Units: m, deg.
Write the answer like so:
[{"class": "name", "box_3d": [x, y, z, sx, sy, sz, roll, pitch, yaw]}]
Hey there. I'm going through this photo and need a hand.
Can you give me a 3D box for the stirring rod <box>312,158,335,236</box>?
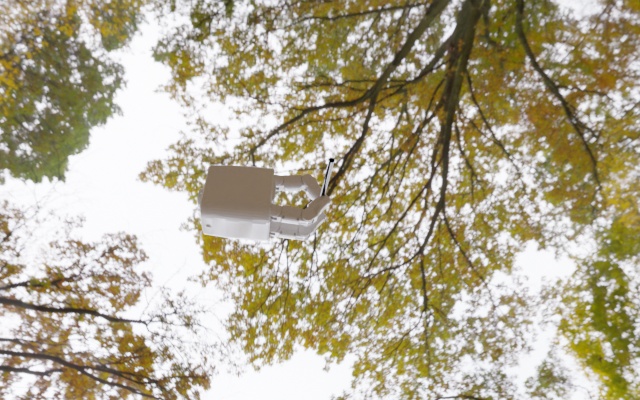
[{"class": "stirring rod", "box_3d": [0.000, 0.002, 0.769, 0.011, 0.011, 0.240, 0, -29, -9]}]
